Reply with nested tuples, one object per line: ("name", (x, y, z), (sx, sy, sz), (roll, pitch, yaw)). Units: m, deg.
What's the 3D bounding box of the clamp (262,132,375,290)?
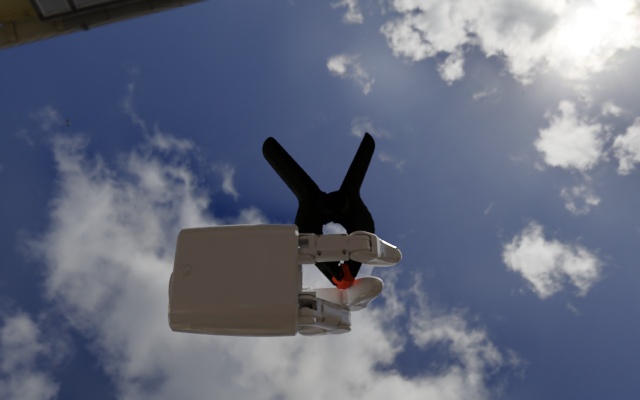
("clamp", (0.000, 0.002, 0.478), (0.120, 0.171, 0.039), (1, -28, -3))
